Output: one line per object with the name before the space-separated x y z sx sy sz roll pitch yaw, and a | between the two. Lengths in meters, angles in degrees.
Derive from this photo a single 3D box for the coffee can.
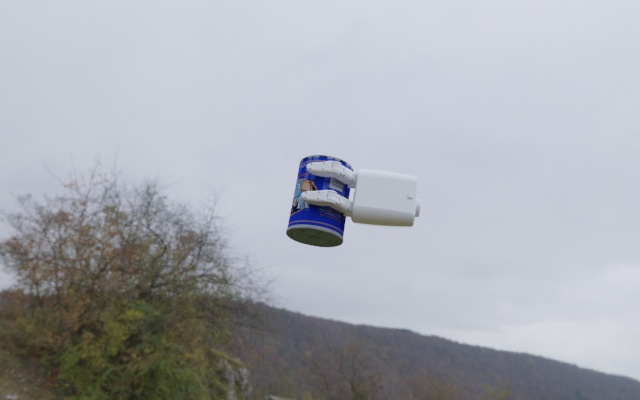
coffee can | 0.000 0.003 0.867 0.103 0.140 0.103 8 -21 3
